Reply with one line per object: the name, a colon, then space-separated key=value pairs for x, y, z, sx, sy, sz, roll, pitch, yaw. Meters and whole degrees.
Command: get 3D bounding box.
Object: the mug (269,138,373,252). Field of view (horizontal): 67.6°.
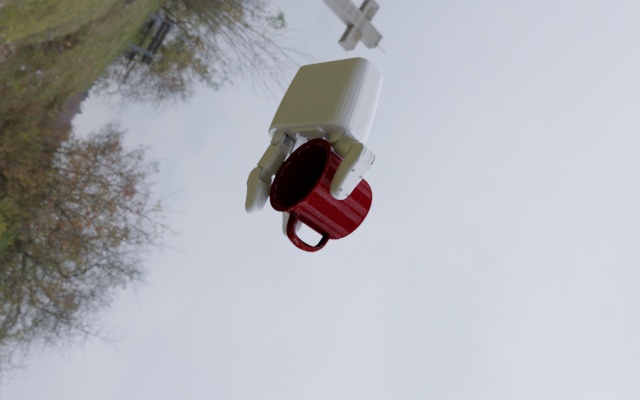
mug: x=0.000 y=0.003 z=0.526 sx=0.081 sy=0.117 sz=0.093 roll=37 pitch=-30 yaw=-32
